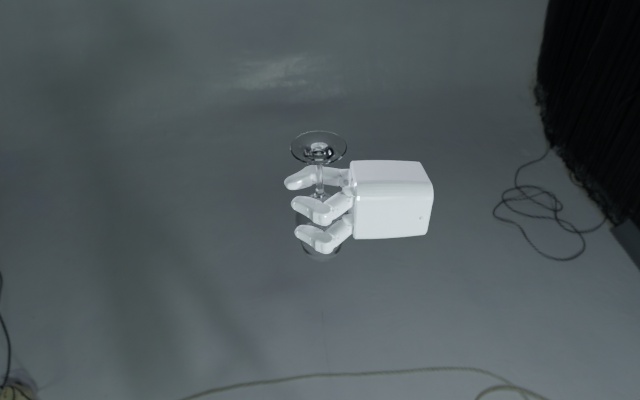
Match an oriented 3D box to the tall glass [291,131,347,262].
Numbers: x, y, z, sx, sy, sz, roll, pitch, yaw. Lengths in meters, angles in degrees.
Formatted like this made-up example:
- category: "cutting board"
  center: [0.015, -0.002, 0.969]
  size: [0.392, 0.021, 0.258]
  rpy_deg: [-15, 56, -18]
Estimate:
- category: "tall glass"
  center: [0.000, 0.002, 0.695]
  size: [0.079, 0.201, 0.079]
  rpy_deg: [-1, 43, 1]
